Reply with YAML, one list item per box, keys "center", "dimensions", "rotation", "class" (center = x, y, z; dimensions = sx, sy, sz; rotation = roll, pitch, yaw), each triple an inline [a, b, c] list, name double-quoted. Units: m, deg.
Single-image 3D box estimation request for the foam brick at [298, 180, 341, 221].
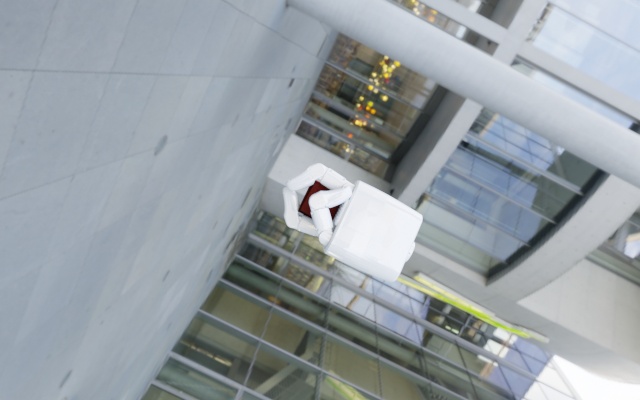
- center: [0.000, 0.002, 0.719]
  dimensions: [0.051, 0.053, 0.078]
  rotation: [26, 4, -3]
  class: "foam brick"
